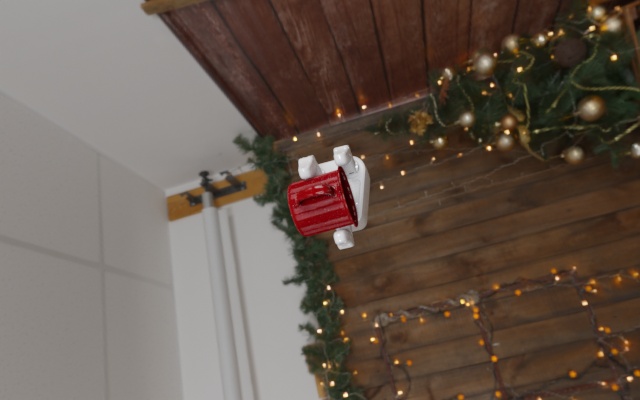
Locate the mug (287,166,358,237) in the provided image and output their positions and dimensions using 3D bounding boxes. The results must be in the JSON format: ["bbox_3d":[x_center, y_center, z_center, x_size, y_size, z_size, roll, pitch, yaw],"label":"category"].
[{"bbox_3d":[0.000,0.002,0.682,0.081,0.093,0.117,-16,-14,11],"label":"mug"}]
